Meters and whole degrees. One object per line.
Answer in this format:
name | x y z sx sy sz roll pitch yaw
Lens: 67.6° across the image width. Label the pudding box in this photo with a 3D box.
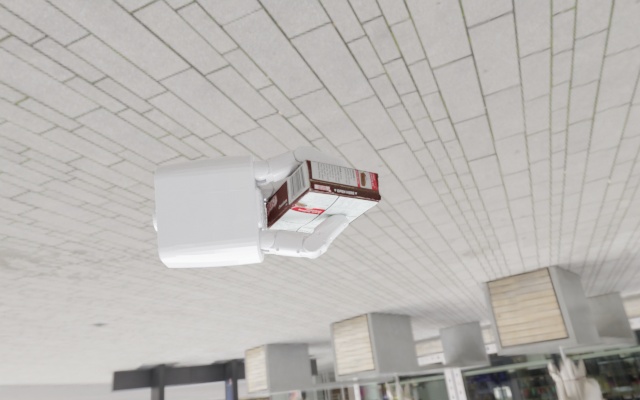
pudding box | 0.000 0.002 0.537 0.090 0.039 0.113 8 -26 -27
